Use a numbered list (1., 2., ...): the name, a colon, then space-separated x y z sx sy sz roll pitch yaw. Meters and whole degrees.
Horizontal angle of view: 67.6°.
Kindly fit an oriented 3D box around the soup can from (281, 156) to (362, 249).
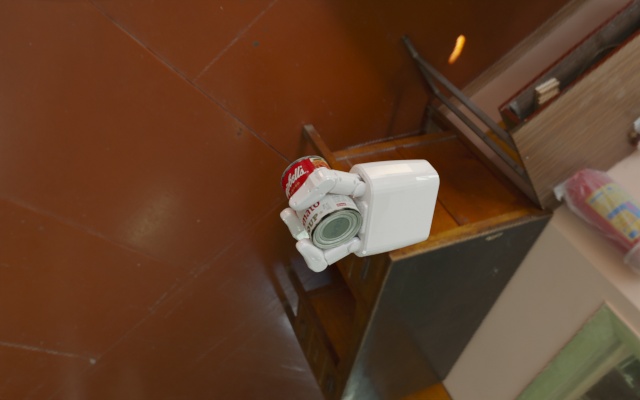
1. soup can: 0.000 0.002 0.593 0.068 0.068 0.102 0 42 -33
